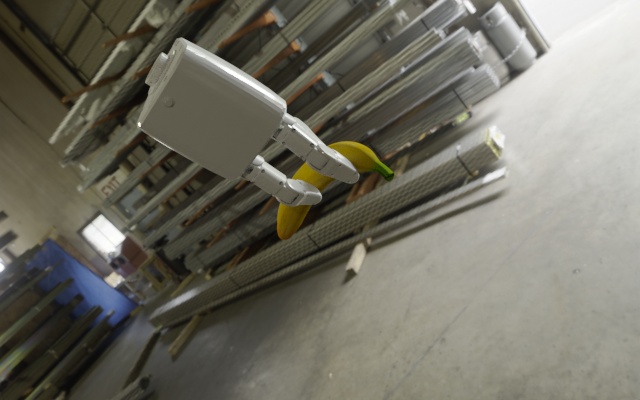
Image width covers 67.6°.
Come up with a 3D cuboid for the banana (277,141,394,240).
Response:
[{"bbox_3d":[-0.002,-0.017,0.550,0.037,0.069,0.198,3,-24,-39],"label":"banana"}]
